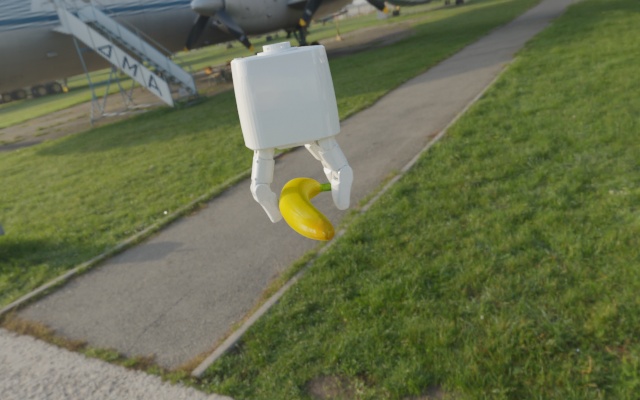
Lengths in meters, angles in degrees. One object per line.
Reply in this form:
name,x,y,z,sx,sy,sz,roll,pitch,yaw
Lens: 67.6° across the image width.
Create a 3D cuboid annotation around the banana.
banana,-0.018,0.003,0.596,0.069,0.037,0.197,-6,19,3
